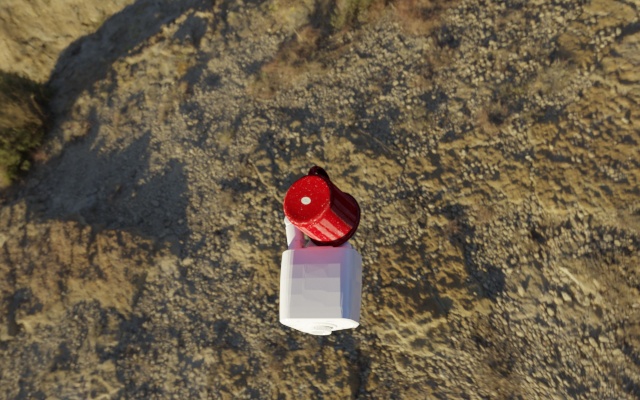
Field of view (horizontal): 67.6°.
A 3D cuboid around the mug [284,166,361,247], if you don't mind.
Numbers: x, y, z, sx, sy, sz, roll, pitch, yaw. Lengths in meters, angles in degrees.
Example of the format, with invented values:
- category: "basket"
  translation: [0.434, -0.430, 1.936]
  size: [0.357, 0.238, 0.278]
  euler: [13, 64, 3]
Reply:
- category: "mug"
  translation: [0.000, 0.001, 0.699]
  size: [0.093, 0.117, 0.081]
  euler: [-13, -29, 25]
